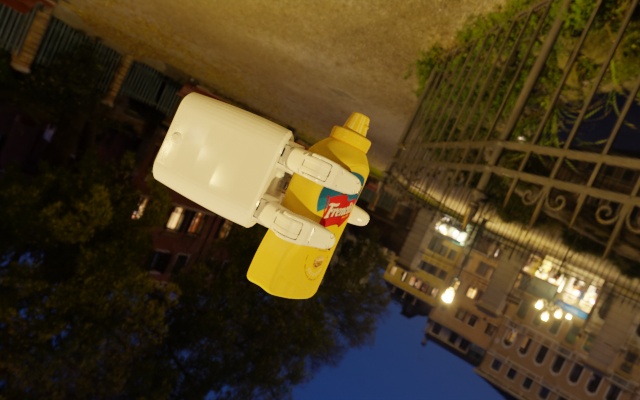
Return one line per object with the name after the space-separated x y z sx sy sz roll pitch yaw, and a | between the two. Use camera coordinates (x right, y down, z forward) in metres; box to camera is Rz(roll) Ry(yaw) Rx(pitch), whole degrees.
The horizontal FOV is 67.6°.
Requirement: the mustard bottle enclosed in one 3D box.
0.000 0.002 0.479 0.058 0.191 0.096 26 3 30 | mustard bottle
